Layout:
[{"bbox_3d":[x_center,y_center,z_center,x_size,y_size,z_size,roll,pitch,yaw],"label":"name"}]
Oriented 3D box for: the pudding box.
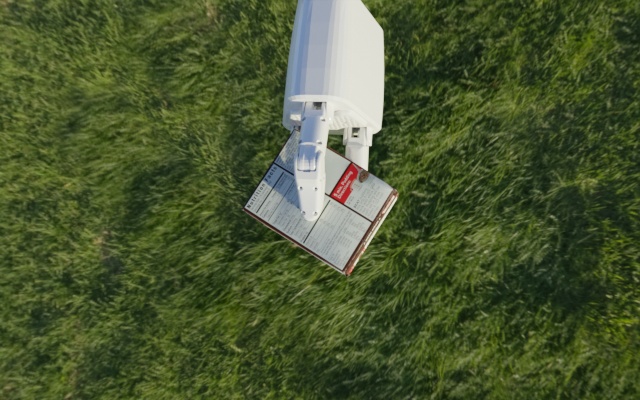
[{"bbox_3d":[0.000,0.001,0.431,0.113,0.090,0.039,32,-4,15],"label":"pudding box"}]
